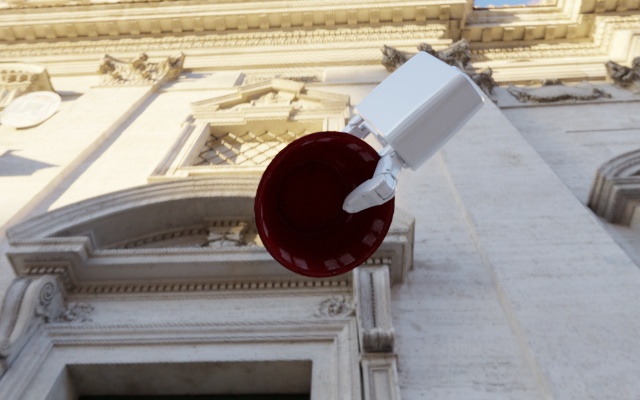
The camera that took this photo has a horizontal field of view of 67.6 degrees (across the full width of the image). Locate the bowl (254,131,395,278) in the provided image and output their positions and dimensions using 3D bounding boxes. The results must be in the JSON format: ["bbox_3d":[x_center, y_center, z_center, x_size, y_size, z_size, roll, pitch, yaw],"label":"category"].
[{"bbox_3d":[-0.001,0.002,0.536,0.162,0.162,0.055,0,10,-20],"label":"bowl"}]
